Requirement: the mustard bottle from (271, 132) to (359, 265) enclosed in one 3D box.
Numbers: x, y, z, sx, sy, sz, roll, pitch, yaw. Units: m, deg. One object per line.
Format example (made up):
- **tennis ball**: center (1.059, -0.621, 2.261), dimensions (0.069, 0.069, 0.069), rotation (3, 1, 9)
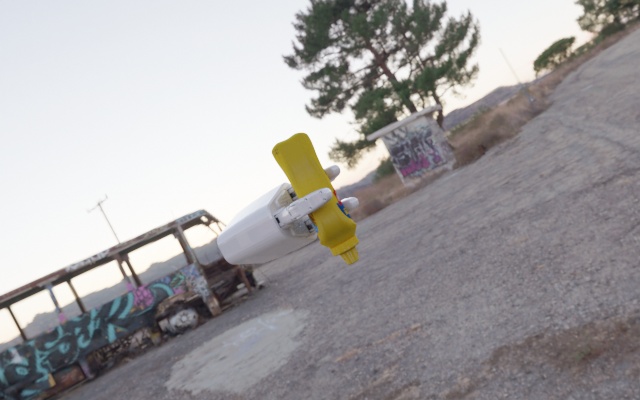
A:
- **mustard bottle**: center (0.000, 0.002, 0.665), dimensions (0.058, 0.191, 0.096), rotation (-28, -1, -1)
